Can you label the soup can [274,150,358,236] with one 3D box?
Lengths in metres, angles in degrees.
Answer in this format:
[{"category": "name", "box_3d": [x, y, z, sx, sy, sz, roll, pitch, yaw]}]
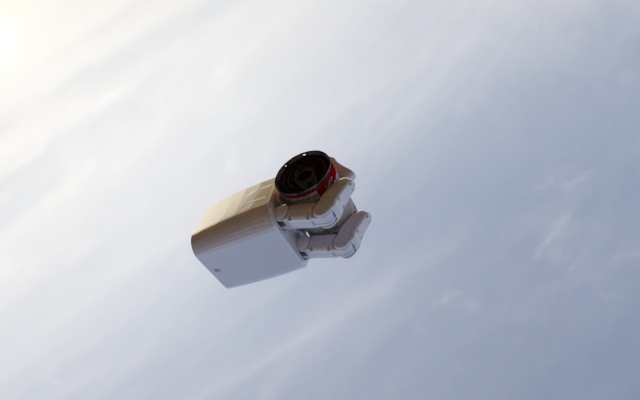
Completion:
[{"category": "soup can", "box_3d": [0.001, 0.002, 0.553, 0.068, 0.068, 0.102, 0, -41, 33]}]
